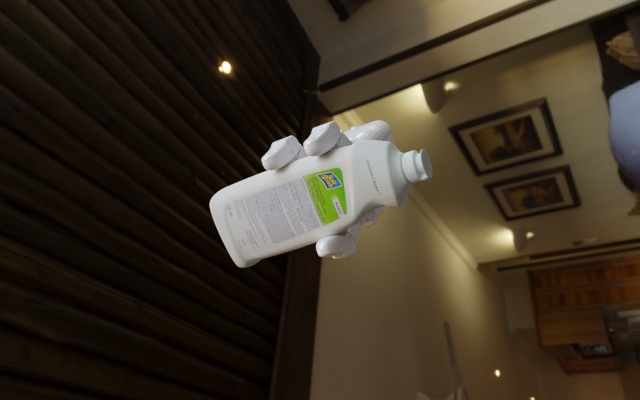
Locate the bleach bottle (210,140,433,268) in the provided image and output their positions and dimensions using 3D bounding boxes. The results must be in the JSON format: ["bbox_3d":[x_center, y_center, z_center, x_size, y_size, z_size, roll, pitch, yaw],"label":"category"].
[{"bbox_3d":[0.000,0.002,0.519,0.251,0.102,0.068,-15,15,30],"label":"bleach bottle"}]
